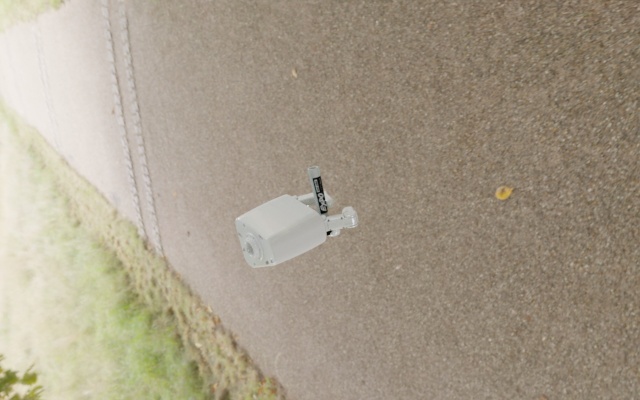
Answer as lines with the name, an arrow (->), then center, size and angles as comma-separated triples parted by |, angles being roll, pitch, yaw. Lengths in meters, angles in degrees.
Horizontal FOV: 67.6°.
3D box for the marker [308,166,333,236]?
marker -> 0.000, 0.003, 0.799 | 0.020, 0.121, 0.020 | -11, 18, 4
